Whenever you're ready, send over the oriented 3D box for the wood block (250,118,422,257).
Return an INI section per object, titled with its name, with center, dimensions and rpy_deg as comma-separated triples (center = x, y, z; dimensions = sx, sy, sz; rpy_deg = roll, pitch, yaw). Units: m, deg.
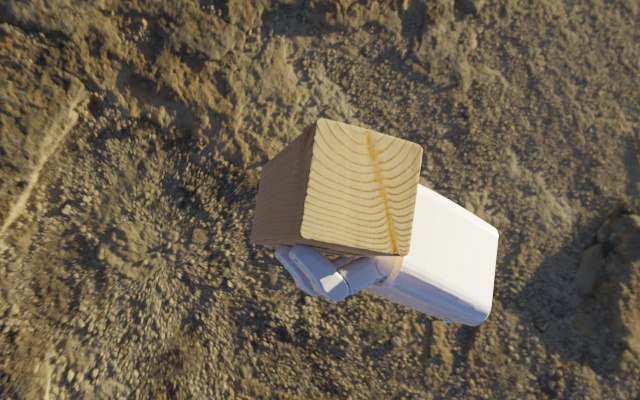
[wood block]
center = 0.001, 0.001, 0.448
dimensions = 0.090, 0.091, 0.206
rpy_deg = 12, -10, -17
